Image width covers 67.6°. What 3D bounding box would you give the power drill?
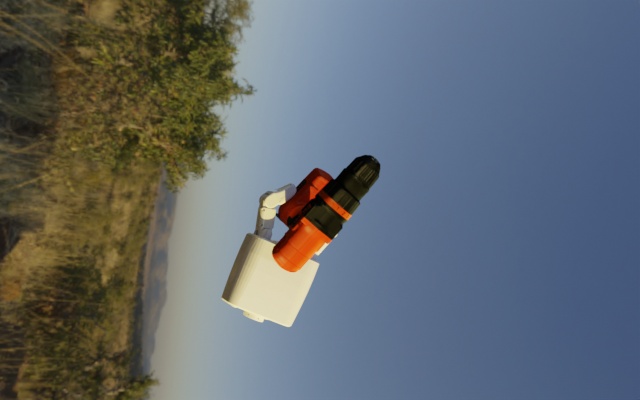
[{"bbox_3d":[0.000,0.002,0.678,0.057,0.184,0.187,43,3,-11],"label":"power drill"}]
